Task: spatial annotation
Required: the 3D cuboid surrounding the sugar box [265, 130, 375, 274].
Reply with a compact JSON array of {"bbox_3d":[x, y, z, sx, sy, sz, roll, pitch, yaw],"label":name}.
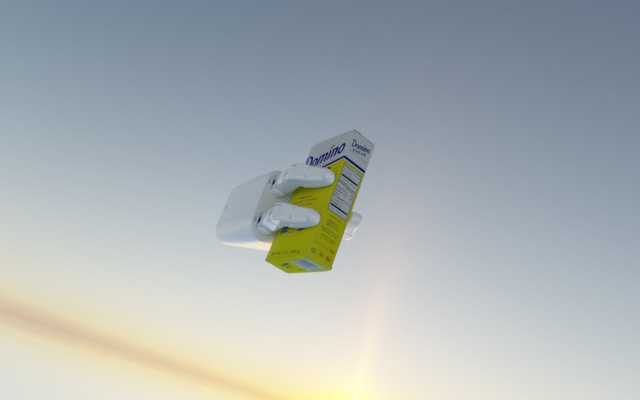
[{"bbox_3d":[0.000,0.002,0.593,0.048,0.176,0.093,32,-26,-29],"label":"sugar box"}]
